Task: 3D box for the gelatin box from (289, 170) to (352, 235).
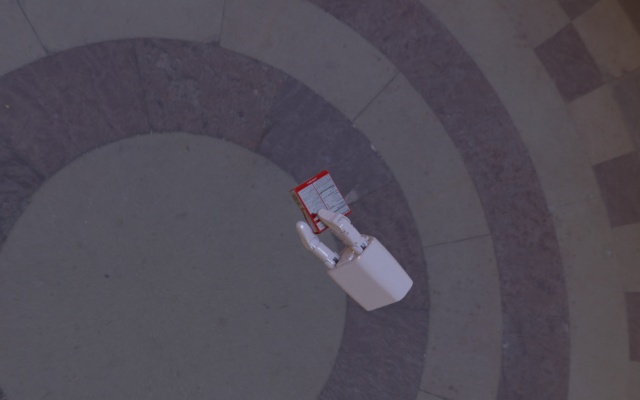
[{"bbox_3d":[0.000,0.002,0.828,0.073,0.089,0.030,-33,6,-23],"label":"gelatin box"}]
